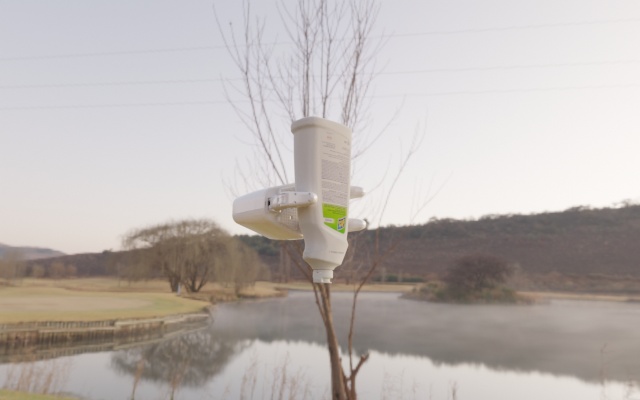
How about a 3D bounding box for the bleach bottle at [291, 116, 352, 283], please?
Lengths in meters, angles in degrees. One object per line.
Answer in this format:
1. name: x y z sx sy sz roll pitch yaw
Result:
1. bleach bottle: 0.000 0.002 0.751 0.102 0.250 0.068 10 -12 -40
